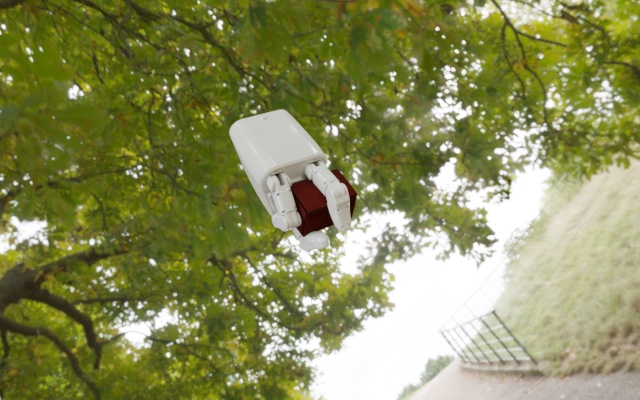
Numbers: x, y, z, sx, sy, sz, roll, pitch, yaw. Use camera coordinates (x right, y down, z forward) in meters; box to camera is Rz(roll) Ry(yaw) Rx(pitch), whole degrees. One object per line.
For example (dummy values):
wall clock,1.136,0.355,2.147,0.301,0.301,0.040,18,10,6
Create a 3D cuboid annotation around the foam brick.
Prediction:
foam brick,0.000,0.002,0.625,0.078,0.051,0.053,-19,-36,-25
